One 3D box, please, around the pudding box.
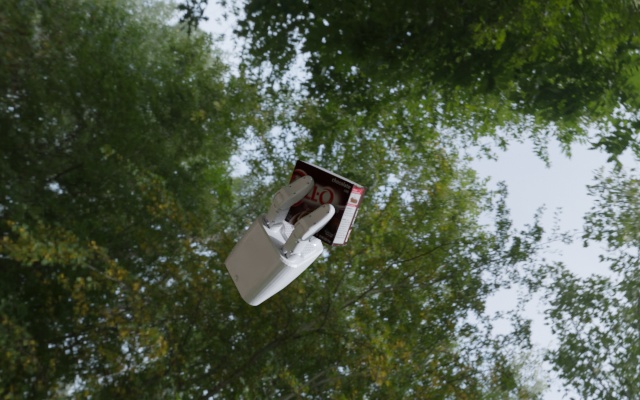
[{"bbox_3d":[0.000,0.002,0.673,0.113,0.090,0.039,25,11,35],"label":"pudding box"}]
